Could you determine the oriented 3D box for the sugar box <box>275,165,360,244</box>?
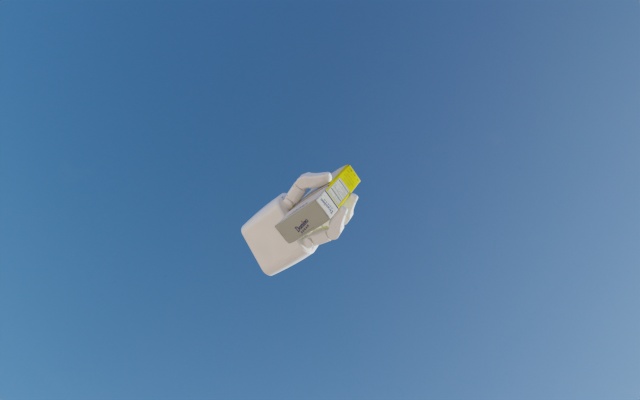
[{"bbox_3d":[0.000,0.003,0.809,0.093,0.048,0.176,-33,10,30],"label":"sugar box"}]
